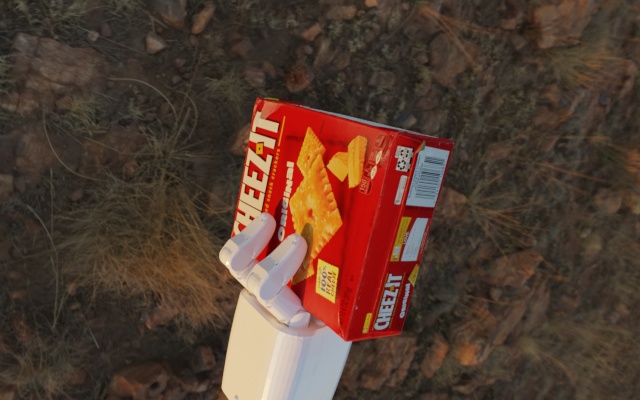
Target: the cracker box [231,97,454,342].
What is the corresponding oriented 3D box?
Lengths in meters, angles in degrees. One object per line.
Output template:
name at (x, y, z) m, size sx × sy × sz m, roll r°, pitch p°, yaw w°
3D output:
cracker box at (0.000, 0.001, 0.438) m, size 0.072 × 0.164 × 0.213 m, roll 4°, pitch 14°, yaw -37°
